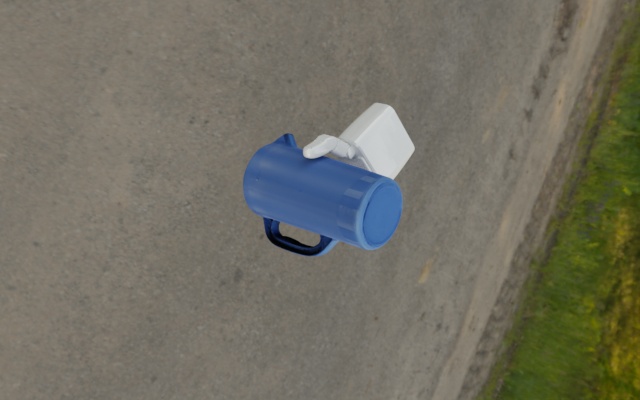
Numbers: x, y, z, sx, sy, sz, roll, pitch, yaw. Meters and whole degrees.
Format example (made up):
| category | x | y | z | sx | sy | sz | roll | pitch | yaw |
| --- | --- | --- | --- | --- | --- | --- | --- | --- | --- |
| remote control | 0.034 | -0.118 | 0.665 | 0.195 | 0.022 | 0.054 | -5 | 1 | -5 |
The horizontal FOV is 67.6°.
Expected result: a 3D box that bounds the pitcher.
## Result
| category | x | y | z | sx | sy | sz | roll | pitch | yaw |
| --- | --- | --- | --- | --- | --- | --- | --- | --- | --- |
| pitcher | 0.000 | 0.002 | 0.750 | 0.243 | 0.149 | 0.145 | 19 | 56 | 41 |
